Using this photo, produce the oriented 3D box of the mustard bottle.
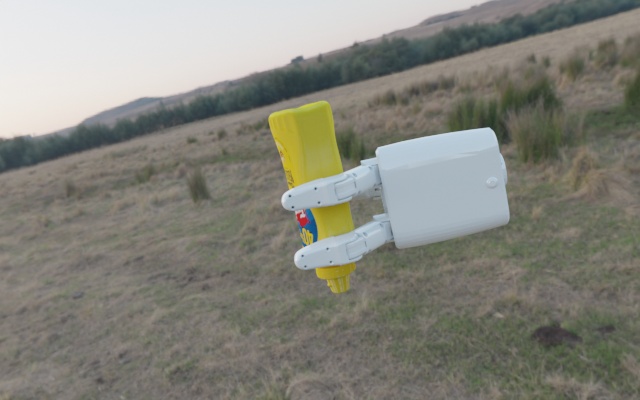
[{"bbox_3d":[0.000,0.001,0.476,0.058,0.192,0.096,-17,12,-14],"label":"mustard bottle"}]
